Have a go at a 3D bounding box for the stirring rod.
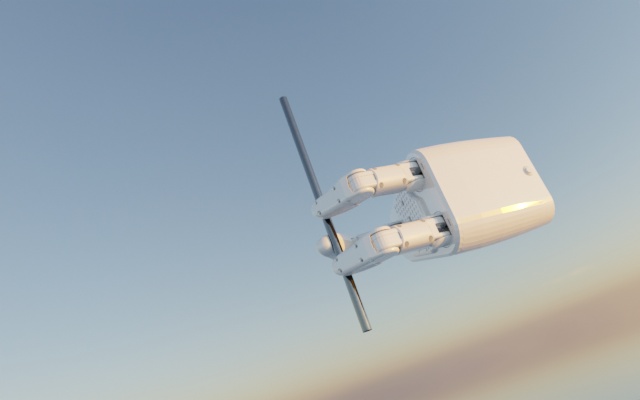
[{"bbox_3d":[0.000,0.002,0.432,0.011,0.239,0.011,-17,-24,-8],"label":"stirring rod"}]
